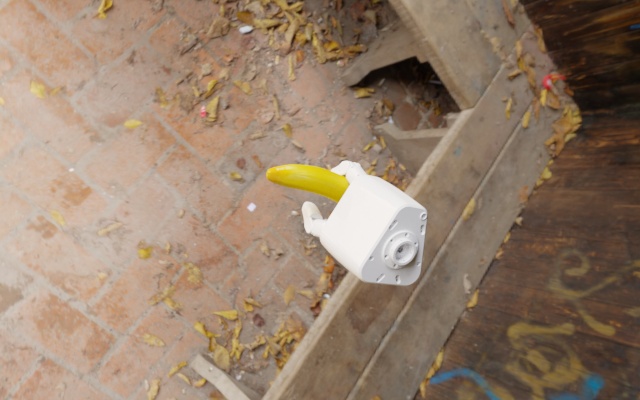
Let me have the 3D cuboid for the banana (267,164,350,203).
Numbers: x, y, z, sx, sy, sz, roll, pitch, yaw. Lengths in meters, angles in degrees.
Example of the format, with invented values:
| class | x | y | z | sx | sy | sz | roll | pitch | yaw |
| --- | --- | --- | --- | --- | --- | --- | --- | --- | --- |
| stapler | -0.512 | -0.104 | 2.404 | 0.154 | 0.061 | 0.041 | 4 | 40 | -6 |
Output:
| class | x | y | z | sx | sy | sz | roll | pitch | yaw |
| --- | --- | --- | --- | --- | --- | --- | --- | --- | --- |
| banana | 0.015 | -0.008 | 0.682 | 0.198 | 0.070 | 0.037 | 33 | 23 | -36 |
